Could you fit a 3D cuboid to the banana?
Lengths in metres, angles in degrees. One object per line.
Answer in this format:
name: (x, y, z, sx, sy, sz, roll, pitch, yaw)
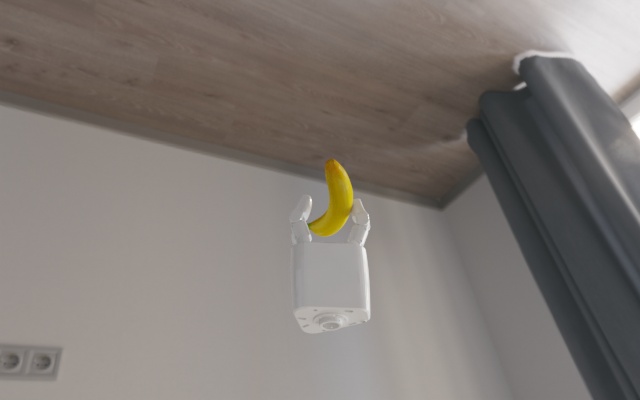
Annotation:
banana: (0.017, 0.009, 0.775, 0.069, 0.037, 0.198, 13, -38, -9)
